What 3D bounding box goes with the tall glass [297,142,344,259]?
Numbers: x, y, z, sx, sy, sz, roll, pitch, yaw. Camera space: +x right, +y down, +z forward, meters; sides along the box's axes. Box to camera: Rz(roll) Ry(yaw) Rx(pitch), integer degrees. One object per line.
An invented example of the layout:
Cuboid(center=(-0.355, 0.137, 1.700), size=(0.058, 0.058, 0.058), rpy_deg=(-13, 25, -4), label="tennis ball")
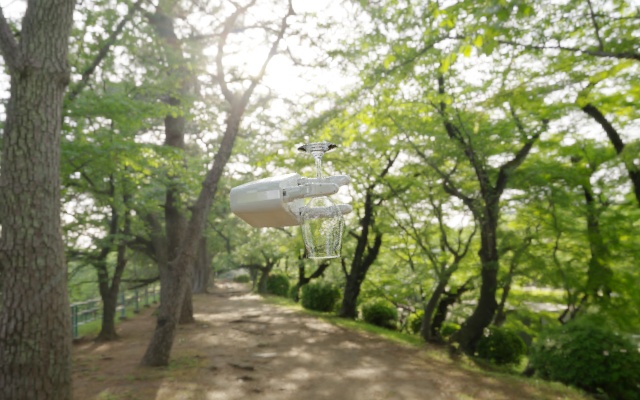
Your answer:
Cuboid(center=(0.000, 0.002, 0.855), size=(0.079, 0.201, 0.079), rpy_deg=(-4, -7, 0), label="tall glass")
